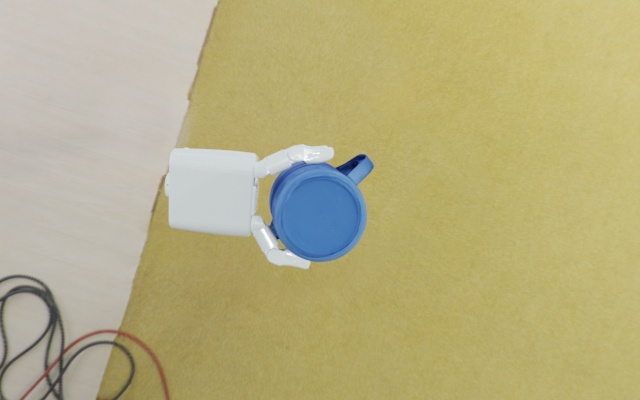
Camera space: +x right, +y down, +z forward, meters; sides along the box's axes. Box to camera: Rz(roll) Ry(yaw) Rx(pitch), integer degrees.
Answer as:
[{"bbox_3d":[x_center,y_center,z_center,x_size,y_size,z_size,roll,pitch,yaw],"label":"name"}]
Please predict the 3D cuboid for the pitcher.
[{"bbox_3d":[0.000,0.002,0.654,0.145,0.149,0.243,6,4,-5],"label":"pitcher"}]
